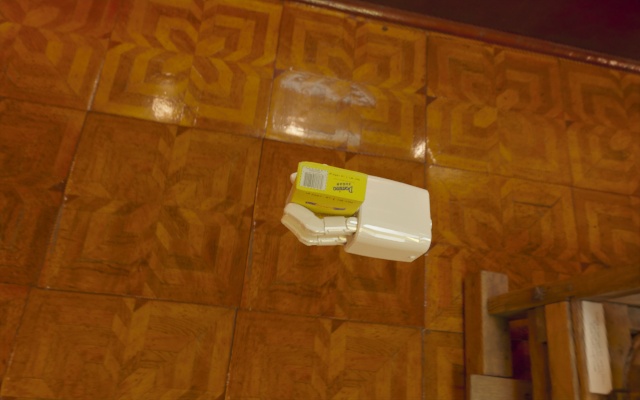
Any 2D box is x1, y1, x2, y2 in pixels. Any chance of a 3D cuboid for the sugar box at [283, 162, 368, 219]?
[{"bbox_3d":[0.000,0.003,0.692,0.093,0.048,0.176,12,-22,-6],"label":"sugar box"}]
